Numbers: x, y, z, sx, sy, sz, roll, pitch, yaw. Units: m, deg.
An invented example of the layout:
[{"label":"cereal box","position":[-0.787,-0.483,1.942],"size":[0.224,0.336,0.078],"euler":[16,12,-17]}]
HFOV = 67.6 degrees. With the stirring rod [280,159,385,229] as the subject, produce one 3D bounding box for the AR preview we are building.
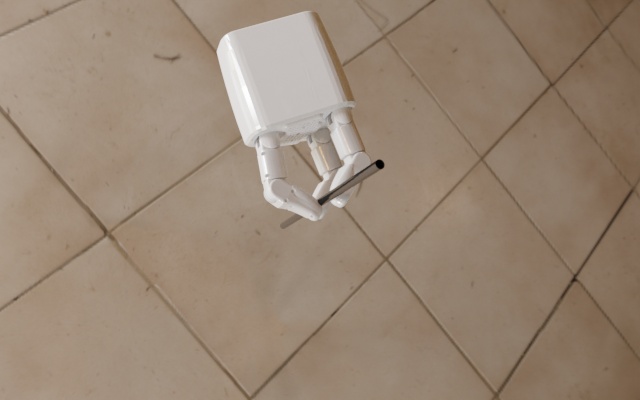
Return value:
[{"label":"stirring rod","position":[0.000,0.002,0.472],"size":[0.011,0.011,0.239],"euler":[0,-14,-23]}]
